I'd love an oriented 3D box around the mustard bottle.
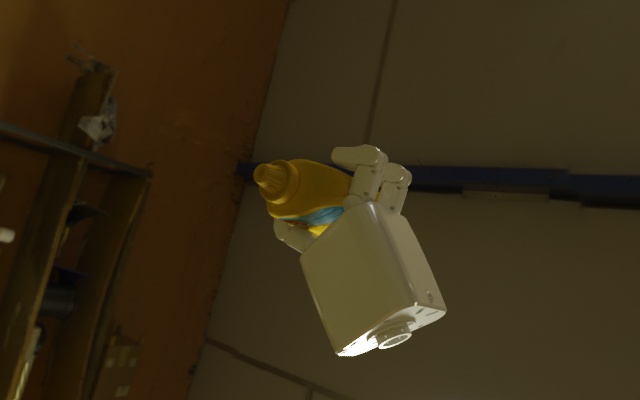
[{"bbox_3d":[0.000,0.001,0.502,0.096,0.058,0.192,-11,-21,33],"label":"mustard bottle"}]
